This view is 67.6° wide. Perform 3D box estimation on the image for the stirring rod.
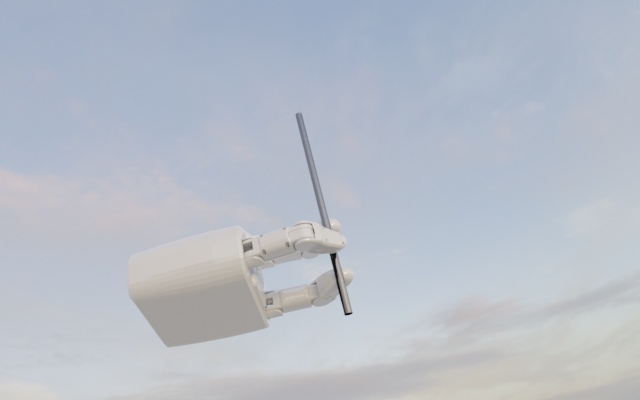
[{"bbox_3d":[0.000,0.002,0.490,0.011,0.239,0.011,-10,-31,-6],"label":"stirring rod"}]
